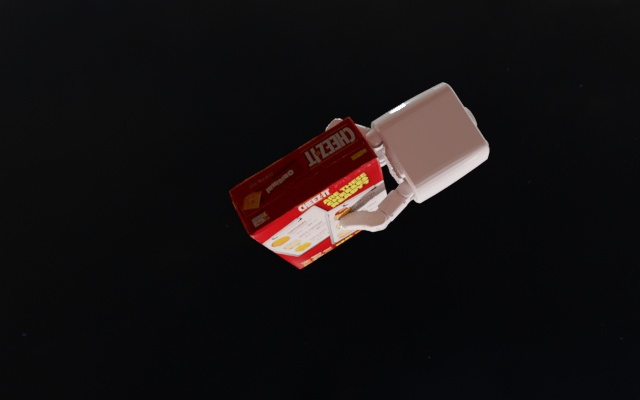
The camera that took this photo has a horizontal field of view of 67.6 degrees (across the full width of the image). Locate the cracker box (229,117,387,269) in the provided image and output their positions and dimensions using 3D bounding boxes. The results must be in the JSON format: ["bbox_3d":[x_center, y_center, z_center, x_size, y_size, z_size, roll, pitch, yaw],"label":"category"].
[{"bbox_3d":[0.000,0.002,0.619,0.164,0.072,0.214,-32,-22,1],"label":"cracker box"}]
